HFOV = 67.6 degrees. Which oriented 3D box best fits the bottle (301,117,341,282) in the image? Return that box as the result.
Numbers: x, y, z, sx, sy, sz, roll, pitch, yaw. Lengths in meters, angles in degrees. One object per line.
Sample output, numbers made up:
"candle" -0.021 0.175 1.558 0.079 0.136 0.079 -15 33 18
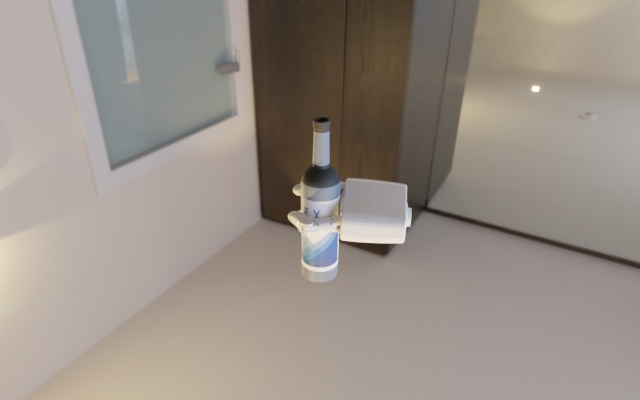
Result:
"bottle" 0.000 0.003 0.814 0.069 0.296 0.069 1 29 0
